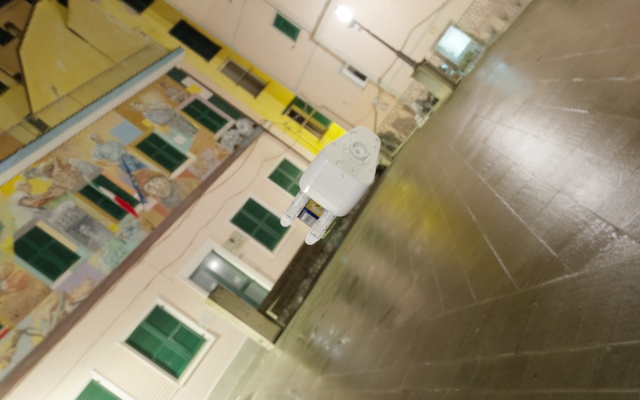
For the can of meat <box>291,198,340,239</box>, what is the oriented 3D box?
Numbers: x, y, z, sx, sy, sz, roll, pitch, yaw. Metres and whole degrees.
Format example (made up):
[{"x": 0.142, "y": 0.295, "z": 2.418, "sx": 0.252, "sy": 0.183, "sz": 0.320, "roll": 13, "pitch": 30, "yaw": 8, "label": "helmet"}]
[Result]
[{"x": 0.000, "y": 0.003, "z": 0.865, "sx": 0.084, "sy": 0.102, "sz": 0.057, "roll": 36, "pitch": -32, "yaw": -2, "label": "can of meat"}]
